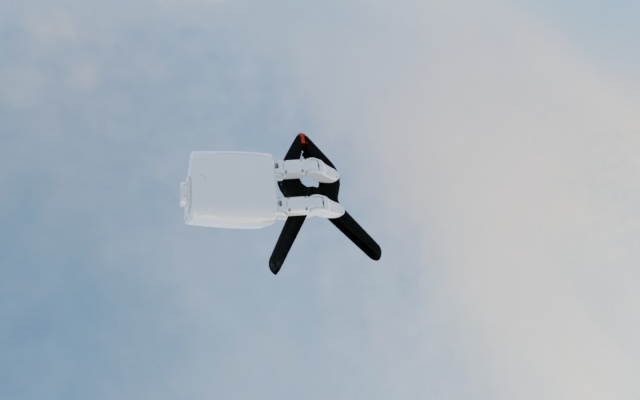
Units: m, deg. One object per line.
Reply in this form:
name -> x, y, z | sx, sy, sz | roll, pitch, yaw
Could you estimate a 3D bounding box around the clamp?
clamp -> 0.000, 0.002, 0.680 | 0.164, 0.210, 0.036 | 3, -25, -22
